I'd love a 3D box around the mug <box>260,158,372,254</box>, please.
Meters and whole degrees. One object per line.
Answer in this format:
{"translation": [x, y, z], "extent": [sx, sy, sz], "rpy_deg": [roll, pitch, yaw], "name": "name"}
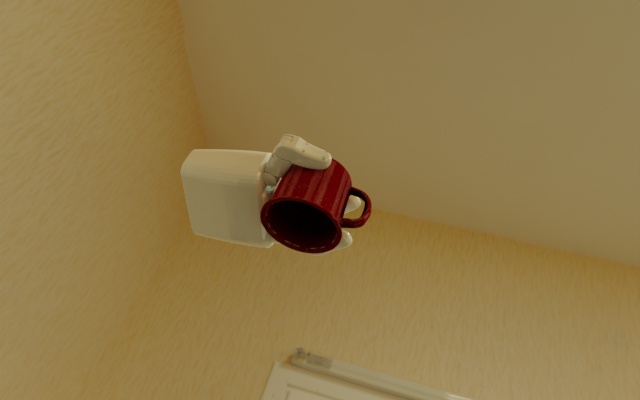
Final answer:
{"translation": [0.002, 0.002, 0.542], "extent": [0.117, 0.081, 0.093], "rpy_deg": [7, -42, 16], "name": "mug"}
